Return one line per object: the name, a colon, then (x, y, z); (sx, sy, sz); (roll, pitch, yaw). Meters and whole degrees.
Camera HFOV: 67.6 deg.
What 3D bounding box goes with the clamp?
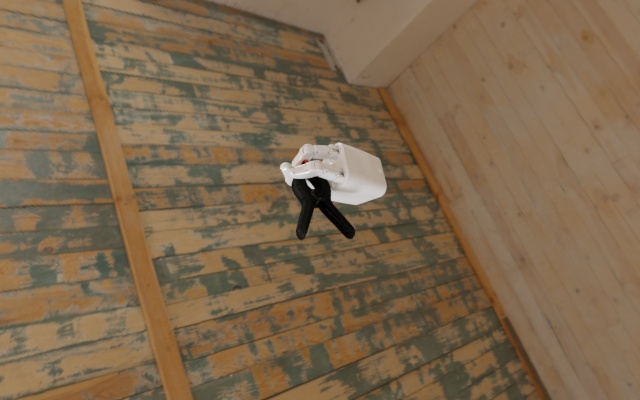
clamp: (0.000, 0.003, 0.880); (0.120, 0.171, 0.039); (14, -38, -33)
